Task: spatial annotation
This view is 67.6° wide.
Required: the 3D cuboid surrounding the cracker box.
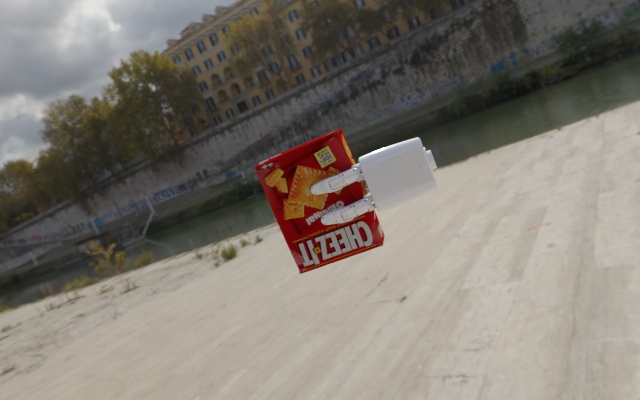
[{"bbox_3d":[0.000,0.003,0.848,0.164,0.214,0.072,-21,7,13],"label":"cracker box"}]
